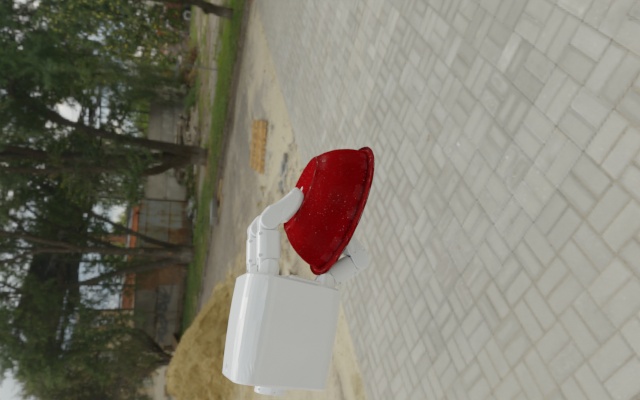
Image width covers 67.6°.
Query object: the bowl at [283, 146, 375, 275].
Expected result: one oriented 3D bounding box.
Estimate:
[{"bbox_3d":[0.000,0.001,0.554,0.055,0.162,0.162,23,-6,-13],"label":"bowl"}]
